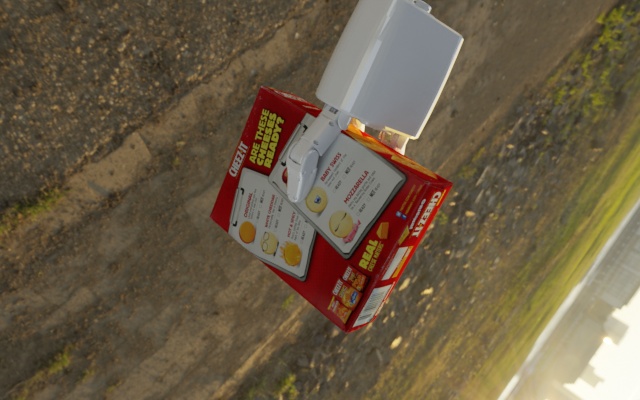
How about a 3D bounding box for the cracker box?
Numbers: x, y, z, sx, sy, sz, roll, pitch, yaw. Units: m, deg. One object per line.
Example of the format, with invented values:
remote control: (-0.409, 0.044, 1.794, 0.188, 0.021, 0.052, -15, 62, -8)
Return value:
cracker box: (0.000, 0.002, 0.494, 0.213, 0.164, 0.072, 35, 19, 29)
